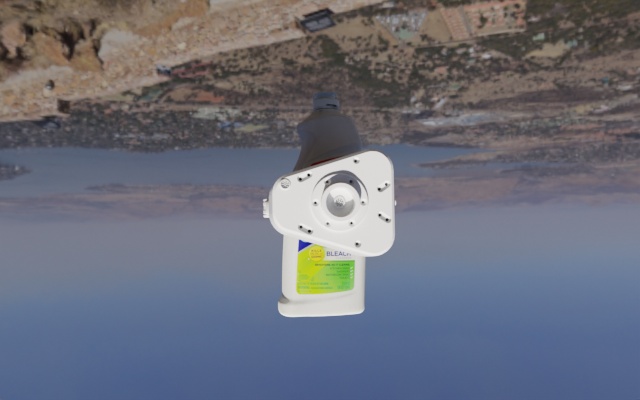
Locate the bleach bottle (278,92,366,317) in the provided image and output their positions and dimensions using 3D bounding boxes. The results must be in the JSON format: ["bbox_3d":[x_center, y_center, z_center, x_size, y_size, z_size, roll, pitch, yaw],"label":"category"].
[{"bbox_3d":[0.000,0.002,0.552,0.102,0.251,0.068,-1,-2,-6],"label":"bleach bottle"}]
